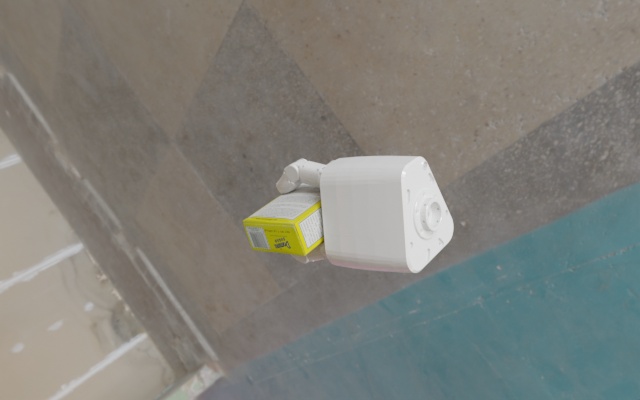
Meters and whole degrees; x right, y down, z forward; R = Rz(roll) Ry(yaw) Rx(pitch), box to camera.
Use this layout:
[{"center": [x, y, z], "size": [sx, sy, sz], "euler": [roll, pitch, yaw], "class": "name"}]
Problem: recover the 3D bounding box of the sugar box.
[{"center": [0.000, 0.002, 0.579], "size": [0.093, 0.048, 0.176], "euler": [1, 25, 44], "class": "sugar box"}]
